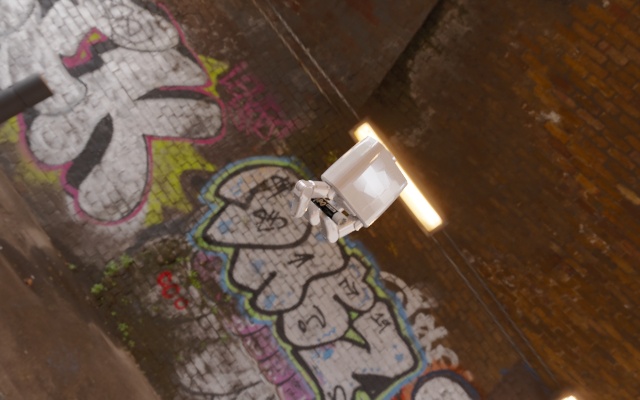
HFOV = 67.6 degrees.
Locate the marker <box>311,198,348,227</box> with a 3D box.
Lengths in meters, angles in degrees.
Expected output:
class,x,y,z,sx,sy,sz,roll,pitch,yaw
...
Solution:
class,x,y,z,sx,sy,sz,roll,pitch,yaw
marker,0.000,0.003,0.755,0.020,0.020,0.121,0,30,-40
